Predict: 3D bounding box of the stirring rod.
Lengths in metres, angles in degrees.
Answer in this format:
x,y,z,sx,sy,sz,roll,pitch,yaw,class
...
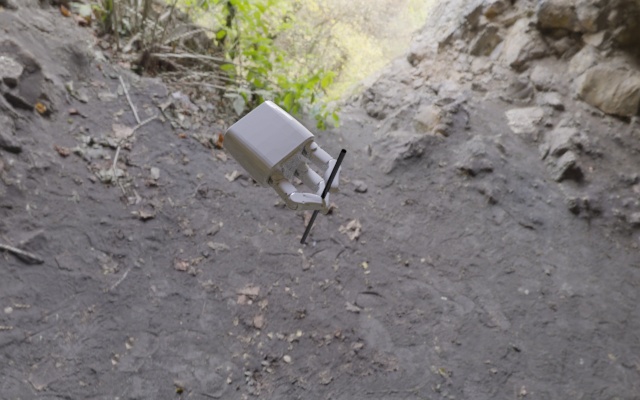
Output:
x,y,z,sx,sy,sz,roll,pitch,yaw,class
0.000,0.003,0.759,0.011,0.011,0.240,0,-37,-20,stirring rod
